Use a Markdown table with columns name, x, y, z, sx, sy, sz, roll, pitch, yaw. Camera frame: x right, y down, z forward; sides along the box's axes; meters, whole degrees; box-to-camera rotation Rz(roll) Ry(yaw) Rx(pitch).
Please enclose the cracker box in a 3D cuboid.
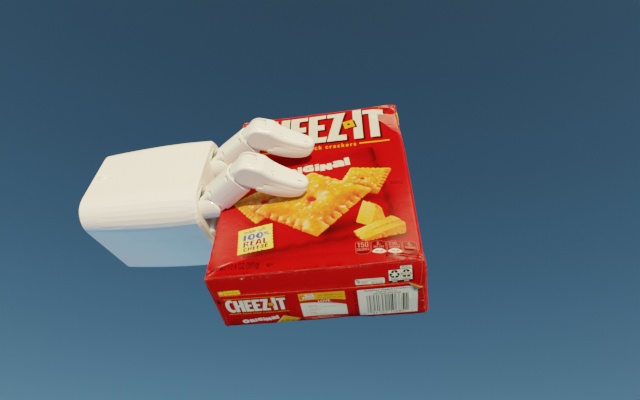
| name | x | y | z | sx | sy | sz | roll | pitch | yaw |
| --- | --- | --- | --- | --- | --- | --- | --- | --- | --- |
| cracker box | 0.000 | 0.002 | 0.434 | 0.164 | 0.072 | 0.213 | -5 | 42 | 6 |
